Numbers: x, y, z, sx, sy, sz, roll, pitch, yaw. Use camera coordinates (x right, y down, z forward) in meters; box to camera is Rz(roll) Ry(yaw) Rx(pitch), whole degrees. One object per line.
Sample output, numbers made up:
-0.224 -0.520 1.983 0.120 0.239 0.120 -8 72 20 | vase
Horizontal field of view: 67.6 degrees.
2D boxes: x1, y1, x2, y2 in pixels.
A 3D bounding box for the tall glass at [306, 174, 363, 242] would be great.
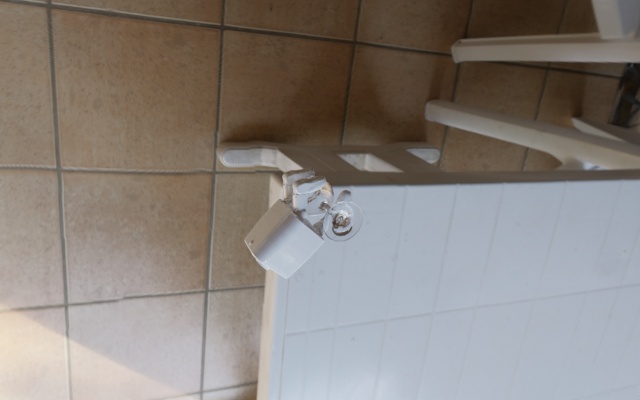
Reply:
0.001 0.003 0.889 0.079 0.079 0.201 0 20 -24 | tall glass
